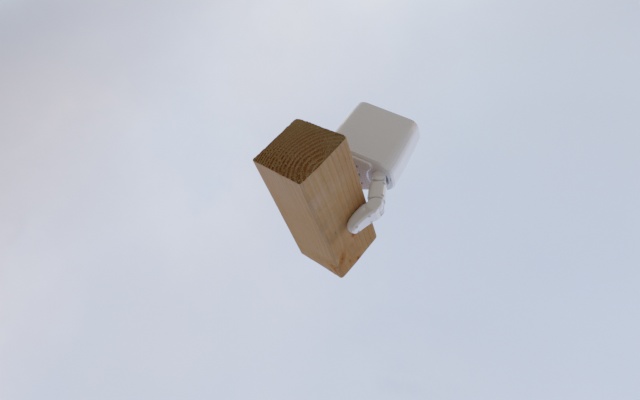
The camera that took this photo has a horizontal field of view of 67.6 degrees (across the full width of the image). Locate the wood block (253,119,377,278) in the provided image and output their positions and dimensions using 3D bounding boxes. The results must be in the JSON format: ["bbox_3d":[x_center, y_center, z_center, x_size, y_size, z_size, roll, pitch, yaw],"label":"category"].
[{"bbox_3d":[0.001,0.002,0.660,0.090,0.090,0.206,26,-27,36],"label":"wood block"}]
